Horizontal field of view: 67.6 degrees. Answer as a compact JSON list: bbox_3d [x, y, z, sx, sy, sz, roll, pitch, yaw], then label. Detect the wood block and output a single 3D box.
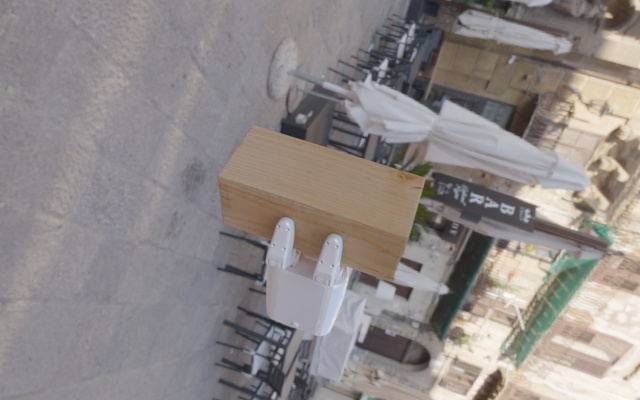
[{"bbox_3d":[0.000,0.002,0.540,0.206,0.090,0.090,18,-39,9],"label":"wood block"}]
